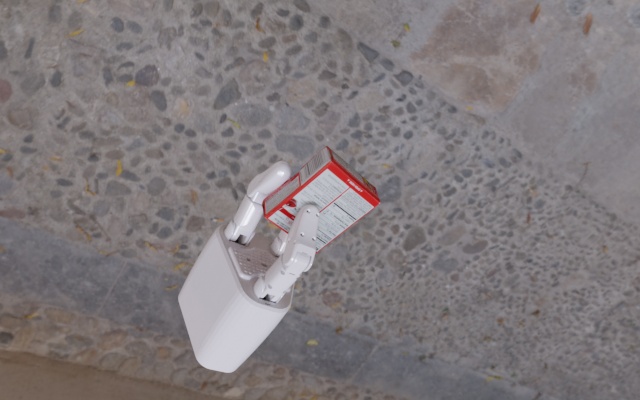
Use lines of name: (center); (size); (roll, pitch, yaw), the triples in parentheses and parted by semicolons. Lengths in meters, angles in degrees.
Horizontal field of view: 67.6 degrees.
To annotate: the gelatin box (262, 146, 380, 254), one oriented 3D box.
gelatin box: (0.000, 0.002, 0.458); (0.089, 0.030, 0.073); (-39, -55, 20)
